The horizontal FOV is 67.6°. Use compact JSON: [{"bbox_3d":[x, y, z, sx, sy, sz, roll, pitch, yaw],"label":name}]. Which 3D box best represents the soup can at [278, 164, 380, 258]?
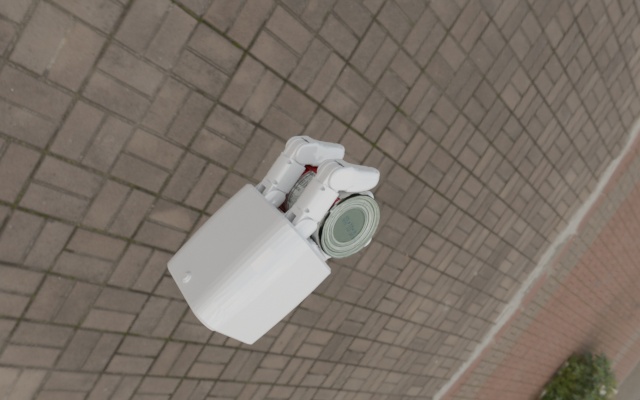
[{"bbox_3d":[0.001,0.001,0.461,0.068,0.068,0.102,0,27,-37],"label":"soup can"}]
